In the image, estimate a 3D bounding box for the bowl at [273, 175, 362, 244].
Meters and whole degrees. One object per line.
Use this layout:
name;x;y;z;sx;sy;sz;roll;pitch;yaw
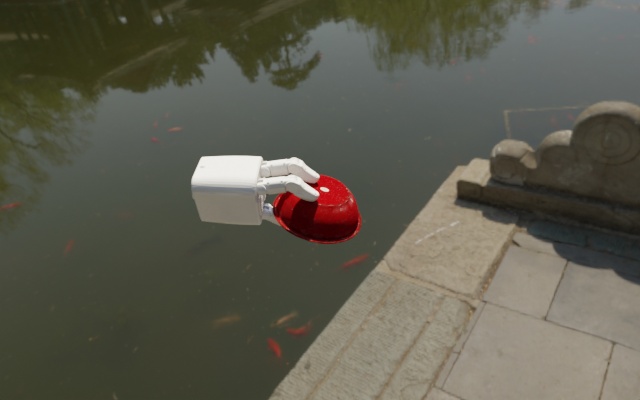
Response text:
bowl;0.001;0.002;0.834;0.162;0.055;0.162;10;35;-7
